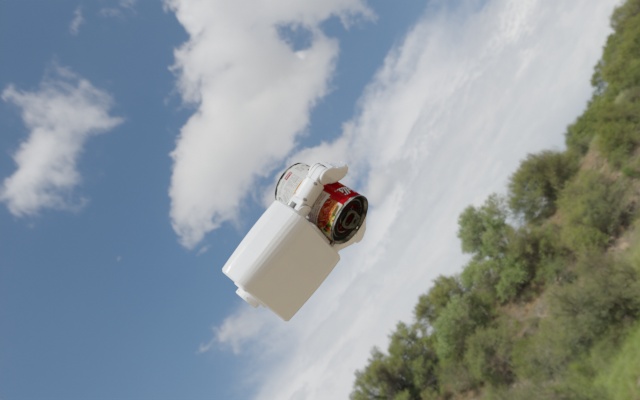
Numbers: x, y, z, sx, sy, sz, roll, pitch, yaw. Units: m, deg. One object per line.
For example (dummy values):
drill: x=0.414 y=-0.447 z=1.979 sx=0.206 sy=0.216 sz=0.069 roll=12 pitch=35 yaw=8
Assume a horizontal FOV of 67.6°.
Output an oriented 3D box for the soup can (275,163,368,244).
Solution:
soup can: x=0.000 y=0.001 z=0.607 sx=0.102 sy=0.068 sz=0.068 roll=31 pitch=17 yaw=31
